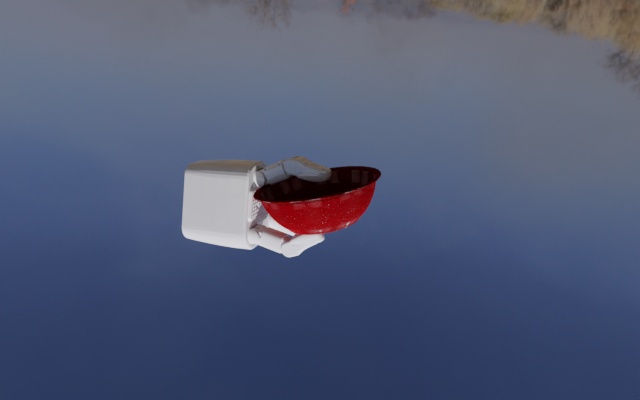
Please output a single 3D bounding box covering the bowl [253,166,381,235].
[{"bbox_3d":[0.001,0.002,0.602,0.162,0.055,0.162,-10,14,3],"label":"bowl"}]
